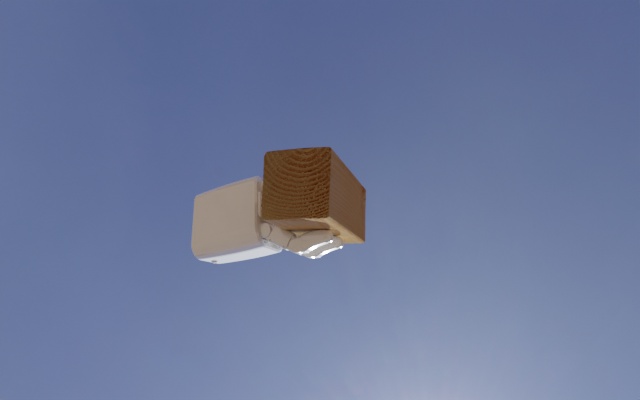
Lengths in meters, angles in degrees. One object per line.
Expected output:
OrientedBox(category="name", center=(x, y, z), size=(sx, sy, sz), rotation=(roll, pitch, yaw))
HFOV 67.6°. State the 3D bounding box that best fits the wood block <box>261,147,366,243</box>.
OrientedBox(category="wood block", center=(0.000, 0.002, 0.675), size=(0.090, 0.090, 0.206), rotation=(-3, -13, 17))
